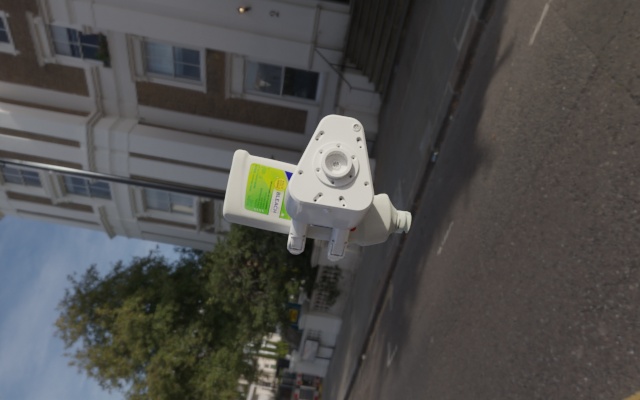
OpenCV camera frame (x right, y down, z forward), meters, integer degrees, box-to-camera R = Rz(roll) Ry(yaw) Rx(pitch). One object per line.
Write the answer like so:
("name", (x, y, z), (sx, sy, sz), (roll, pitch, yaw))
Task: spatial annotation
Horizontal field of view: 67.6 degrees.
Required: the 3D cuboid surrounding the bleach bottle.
("bleach bottle", (0.000, 0.002, 0.660), (0.251, 0.102, 0.068), (10, -10, -2))
